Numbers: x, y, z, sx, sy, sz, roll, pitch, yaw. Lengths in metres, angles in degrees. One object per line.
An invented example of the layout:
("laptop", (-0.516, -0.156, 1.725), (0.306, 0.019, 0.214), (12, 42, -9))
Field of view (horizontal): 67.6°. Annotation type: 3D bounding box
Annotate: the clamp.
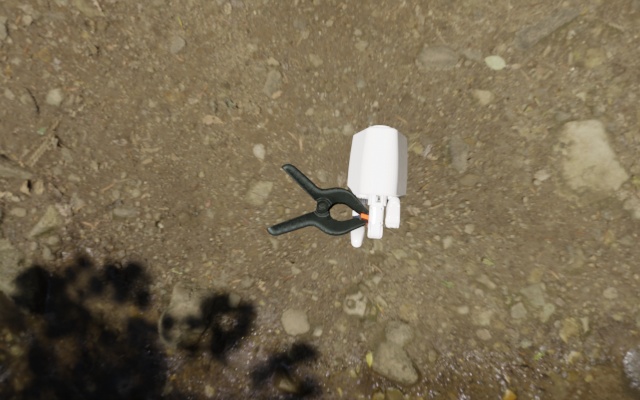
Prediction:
("clamp", (0.000, 0.003, 0.781), (0.171, 0.120, 0.039), (4, -2, 4))
